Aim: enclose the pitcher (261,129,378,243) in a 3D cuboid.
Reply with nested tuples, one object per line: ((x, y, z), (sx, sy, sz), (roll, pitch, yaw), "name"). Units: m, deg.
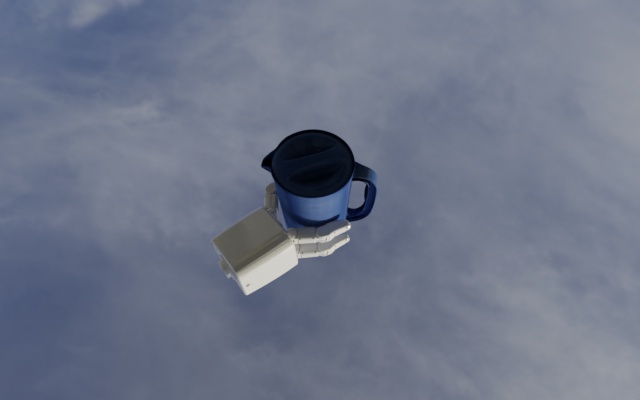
((0.000, 0.003, 0.836), (0.145, 0.149, 0.243), (-33, -27, -17), "pitcher")
